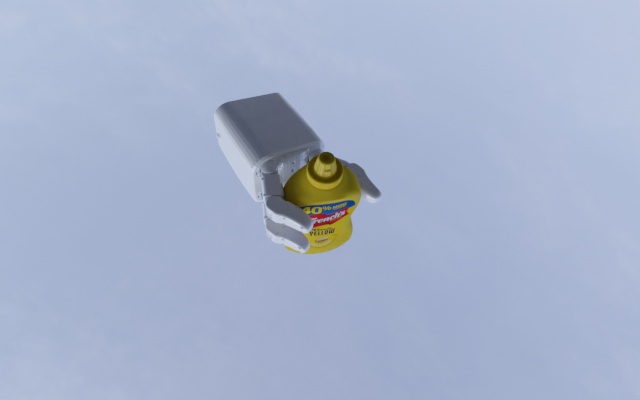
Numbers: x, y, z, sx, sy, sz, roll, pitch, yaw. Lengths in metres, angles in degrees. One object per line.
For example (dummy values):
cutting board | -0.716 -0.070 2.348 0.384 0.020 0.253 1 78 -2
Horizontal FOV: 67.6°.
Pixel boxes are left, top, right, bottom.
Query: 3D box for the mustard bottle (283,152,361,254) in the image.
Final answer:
mustard bottle | 0.000 0.002 0.592 0.096 0.058 0.192 -7 -30 -8
